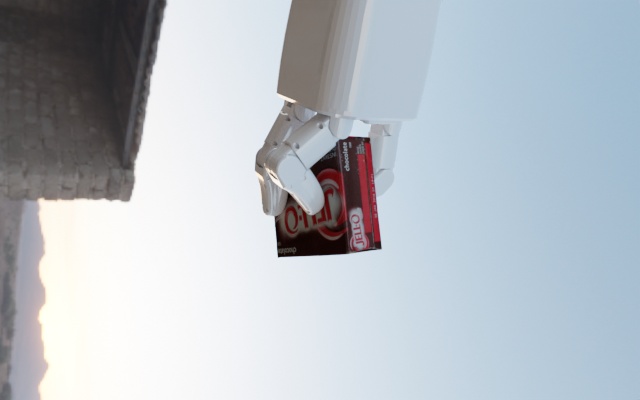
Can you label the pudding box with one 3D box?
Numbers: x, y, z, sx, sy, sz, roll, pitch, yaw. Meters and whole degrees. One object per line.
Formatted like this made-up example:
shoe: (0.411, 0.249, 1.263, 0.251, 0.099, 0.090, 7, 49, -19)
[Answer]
pudding box: (0.000, 0.001, 0.402, 0.039, 0.090, 0.113, -1, -7, -32)
